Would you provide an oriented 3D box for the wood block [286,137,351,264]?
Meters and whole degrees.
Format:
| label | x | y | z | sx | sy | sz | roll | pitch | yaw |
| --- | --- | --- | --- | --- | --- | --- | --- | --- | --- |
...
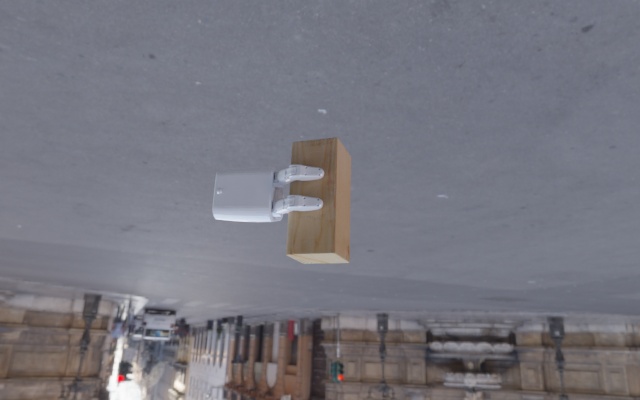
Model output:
| label | x | y | z | sx | sy | sz | roll | pitch | yaw |
| --- | --- | --- | --- | --- | --- | --- | --- | --- | --- |
| wood block | 0.000 | 0.003 | 0.854 | 0.090 | 0.206 | 0.091 | -4 | -18 | 18 |
